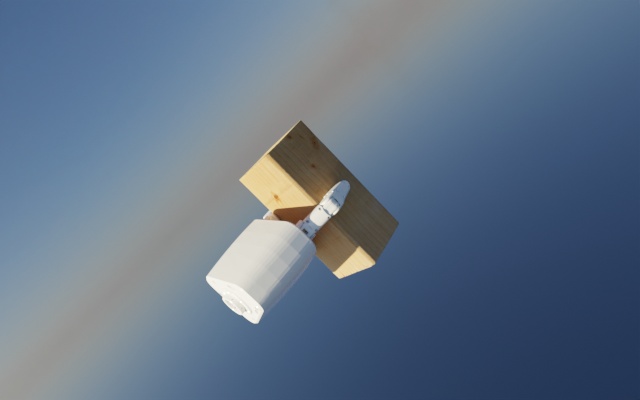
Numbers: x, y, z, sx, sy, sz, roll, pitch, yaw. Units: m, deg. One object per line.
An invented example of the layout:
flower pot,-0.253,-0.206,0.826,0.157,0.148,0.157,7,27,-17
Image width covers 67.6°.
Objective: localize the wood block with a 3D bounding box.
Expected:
wood block,0.000,0.002,0.682,0.091,0.206,0.090,-32,15,51
